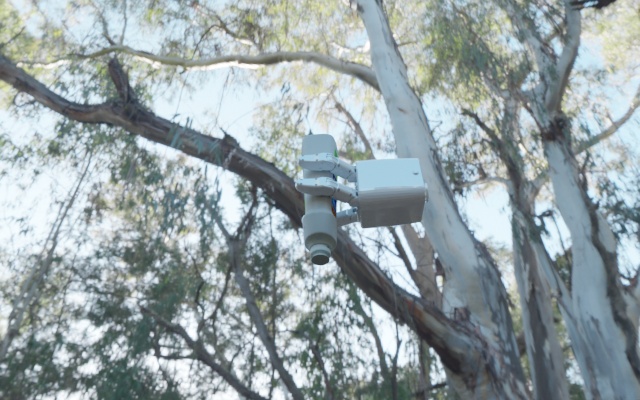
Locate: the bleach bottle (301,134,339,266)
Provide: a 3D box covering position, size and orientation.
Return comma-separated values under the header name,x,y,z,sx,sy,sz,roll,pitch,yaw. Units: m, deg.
name,x,y,z,sx,sy,sz,roll,pitch,yaw
bleach bottle,0.000,0.003,0.800,0.068,0.250,0.103,-4,-43,4
